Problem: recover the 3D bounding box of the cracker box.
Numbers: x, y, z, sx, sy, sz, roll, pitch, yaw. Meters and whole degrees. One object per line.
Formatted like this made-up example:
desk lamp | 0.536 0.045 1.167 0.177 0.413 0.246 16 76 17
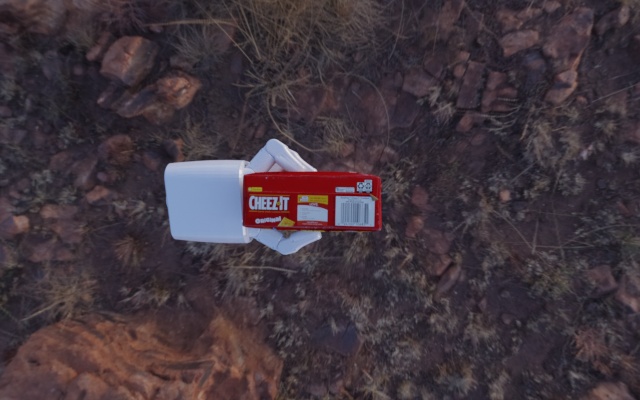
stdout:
cracker box | 0.000 0.002 0.652 0.164 0.072 0.213 1 0 6
